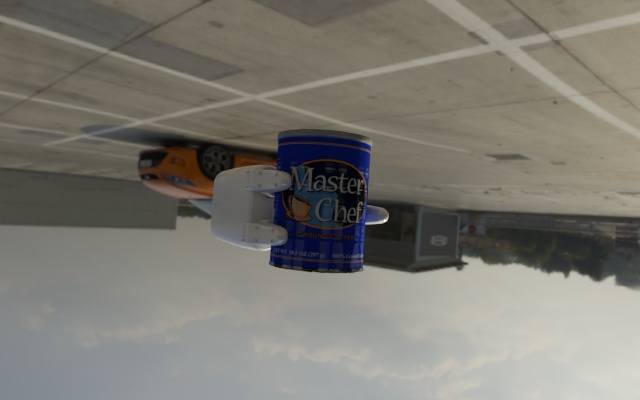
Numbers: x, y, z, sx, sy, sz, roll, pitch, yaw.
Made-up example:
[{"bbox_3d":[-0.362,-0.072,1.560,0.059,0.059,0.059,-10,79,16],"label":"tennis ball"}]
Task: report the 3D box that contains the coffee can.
[{"bbox_3d":[0.000,0.002,0.515,0.103,0.140,0.103,4,-1,0],"label":"coffee can"}]
